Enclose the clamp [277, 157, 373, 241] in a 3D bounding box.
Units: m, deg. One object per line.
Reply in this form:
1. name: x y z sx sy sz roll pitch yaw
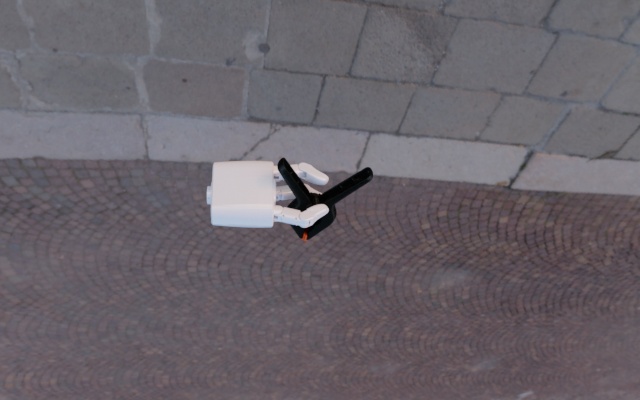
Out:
1. clamp: 0.000 0.004 0.867 0.164 0.036 0.210 2 -40 -7
